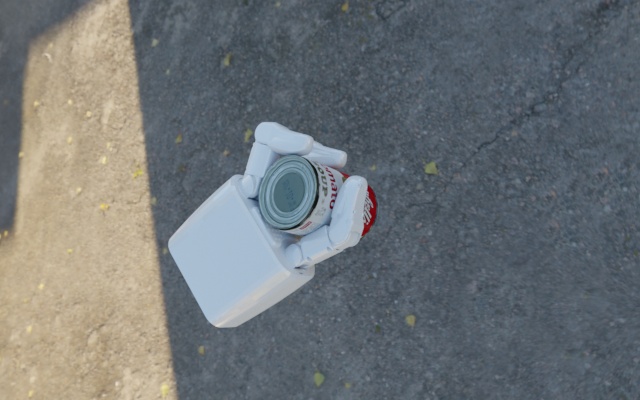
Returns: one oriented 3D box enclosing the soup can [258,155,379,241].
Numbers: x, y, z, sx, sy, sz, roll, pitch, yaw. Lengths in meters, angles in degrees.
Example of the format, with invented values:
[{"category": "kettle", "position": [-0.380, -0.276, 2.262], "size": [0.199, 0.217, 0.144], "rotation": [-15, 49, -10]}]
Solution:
[{"category": "soup can", "position": [0.000, 0.001, 0.445], "size": [0.068, 0.068, 0.102], "rotation": [0, -10, 36]}]
